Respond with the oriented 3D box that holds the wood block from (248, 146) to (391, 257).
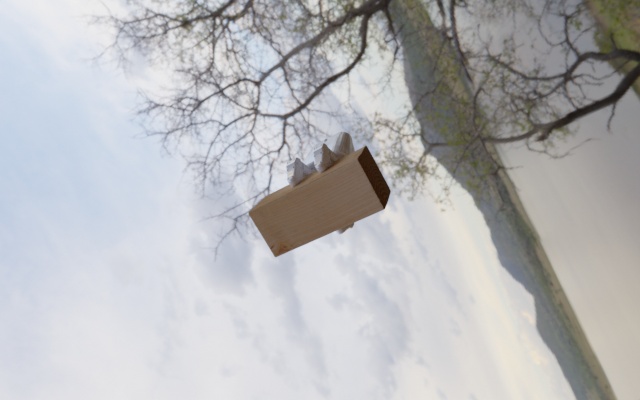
[{"bbox_3d":[0.000,0.003,0.786,0.206,0.091,0.090,-26,12,22],"label":"wood block"}]
